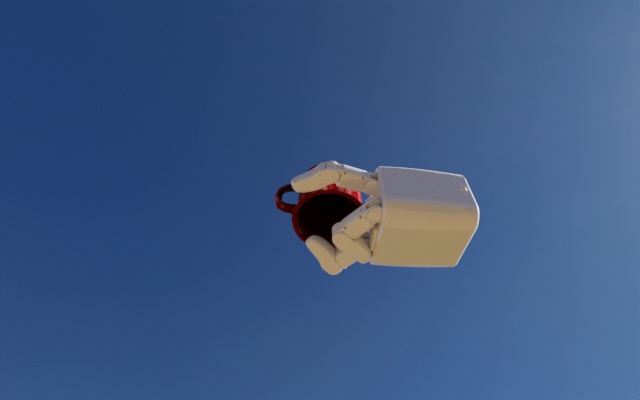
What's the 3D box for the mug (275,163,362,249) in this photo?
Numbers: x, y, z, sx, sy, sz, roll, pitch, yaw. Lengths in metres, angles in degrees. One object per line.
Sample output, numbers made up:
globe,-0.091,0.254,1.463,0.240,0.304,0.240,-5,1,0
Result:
mug,-0.001,0.002,0.617,0.117,0.093,0.081,6,35,-2
